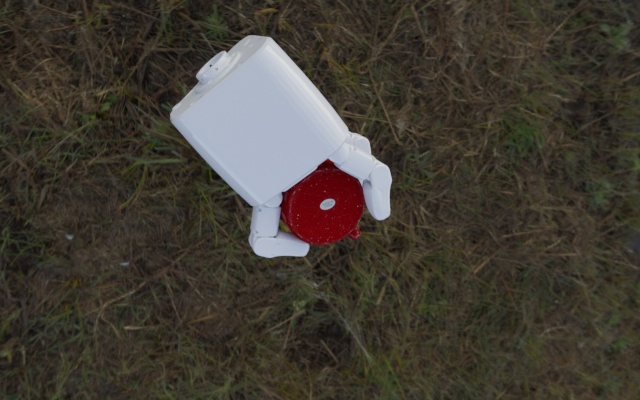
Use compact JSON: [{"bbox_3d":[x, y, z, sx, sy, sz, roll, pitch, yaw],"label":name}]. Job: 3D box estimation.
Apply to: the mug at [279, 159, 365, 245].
[{"bbox_3d":[0.001,0.003,0.489,0.117,0.093,0.081,47,-2,-29],"label":"mug"}]
